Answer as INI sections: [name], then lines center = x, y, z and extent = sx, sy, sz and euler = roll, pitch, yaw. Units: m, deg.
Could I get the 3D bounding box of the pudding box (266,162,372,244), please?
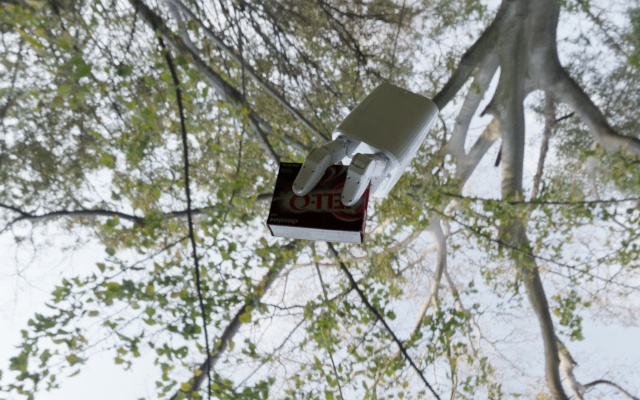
[pudding box]
center = 0.000, 0.002, 0.568
extent = 0.113, 0.090, 0.039
euler = 2, -33, 12
